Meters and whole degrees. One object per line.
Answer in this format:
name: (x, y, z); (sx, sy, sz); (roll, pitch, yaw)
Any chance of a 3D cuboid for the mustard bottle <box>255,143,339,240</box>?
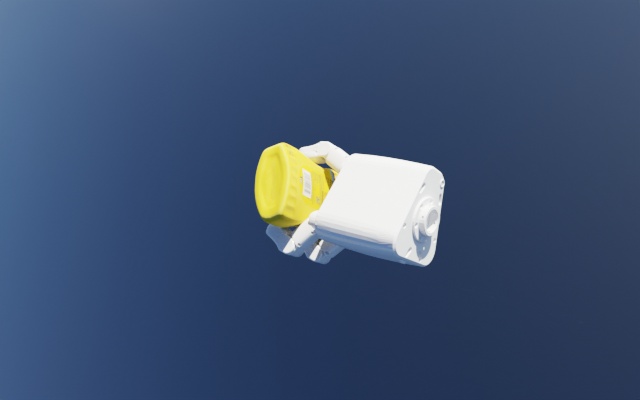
mustard bottle: (0.000, 0.002, 0.621); (0.058, 0.096, 0.192); (-17, -26, 33)
